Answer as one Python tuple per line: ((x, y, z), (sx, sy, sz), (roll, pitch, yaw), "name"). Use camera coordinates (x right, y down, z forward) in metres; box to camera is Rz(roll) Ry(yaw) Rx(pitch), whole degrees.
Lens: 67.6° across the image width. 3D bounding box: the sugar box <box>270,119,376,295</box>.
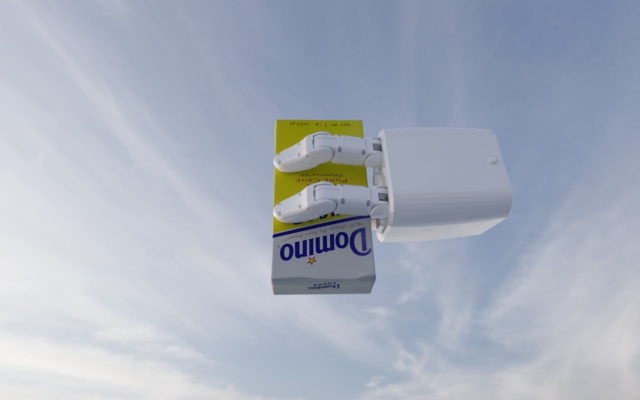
((0.000, 0.001, 0.463), (0.093, 0.176, 0.048), (-1, -33, -3), "sugar box")
